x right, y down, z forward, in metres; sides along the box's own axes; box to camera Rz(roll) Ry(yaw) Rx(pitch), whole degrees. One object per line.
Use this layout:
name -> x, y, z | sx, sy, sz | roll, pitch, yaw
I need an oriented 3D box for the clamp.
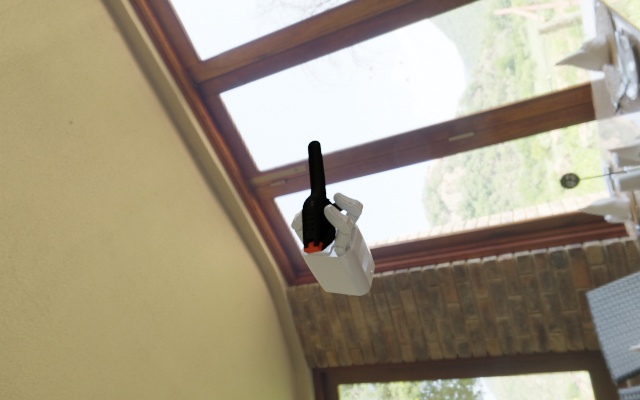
clamp -> -0.001, 0.003, 0.841 | 0.036, 0.165, 0.209 | -13, 32, 24
